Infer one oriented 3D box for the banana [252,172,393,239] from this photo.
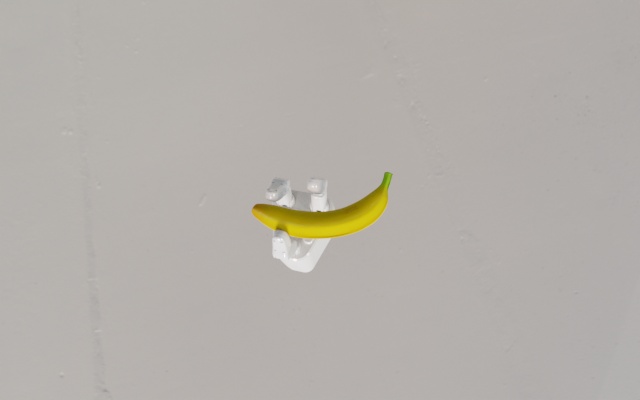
[{"bbox_3d":[0.007,0.019,0.645,0.198,0.069,0.037,-13,-19,3],"label":"banana"}]
